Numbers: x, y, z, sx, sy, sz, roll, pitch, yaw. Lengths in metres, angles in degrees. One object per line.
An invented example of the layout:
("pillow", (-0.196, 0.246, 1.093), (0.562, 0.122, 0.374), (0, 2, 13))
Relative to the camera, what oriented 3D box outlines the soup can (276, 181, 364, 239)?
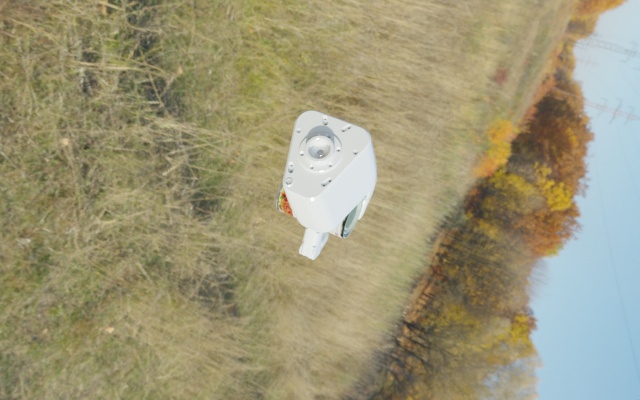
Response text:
("soup can", (0.000, 0.003, 0.652), (0.102, 0.068, 0.068), (23, 7, 16))
